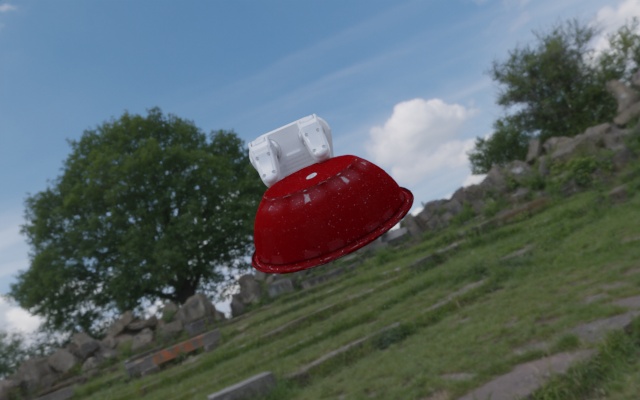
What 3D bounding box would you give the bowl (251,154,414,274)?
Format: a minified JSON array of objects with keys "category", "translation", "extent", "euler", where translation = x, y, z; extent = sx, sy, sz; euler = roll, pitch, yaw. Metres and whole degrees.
[{"category":"bowl","translation":[0.000,0.001,0.437],"extent":[0.162,0.055,0.162],"euler":[-22,15,6]}]
